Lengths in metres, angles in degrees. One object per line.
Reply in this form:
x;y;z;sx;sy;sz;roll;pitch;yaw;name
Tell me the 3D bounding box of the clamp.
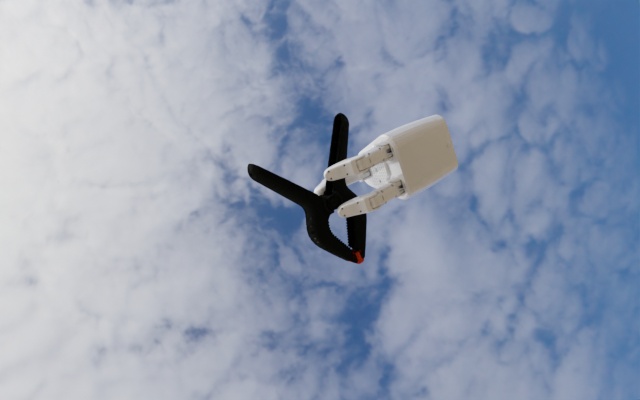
0.000;0.003;0.666;0.164;0.210;0.036;-25;14;-23;clamp
